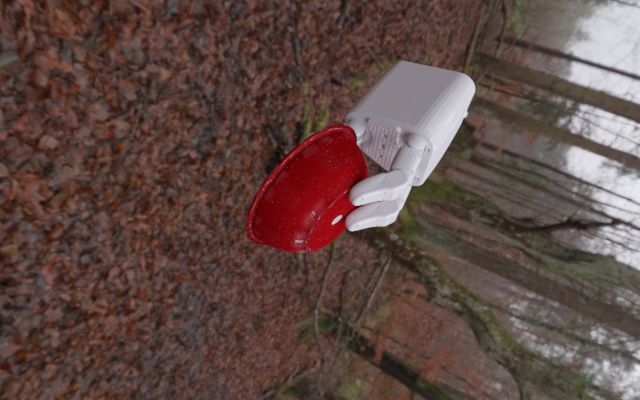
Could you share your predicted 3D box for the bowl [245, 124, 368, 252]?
[{"bbox_3d":[-0.001,0.003,0.502,0.055,0.162,0.162,42,18,21],"label":"bowl"}]
